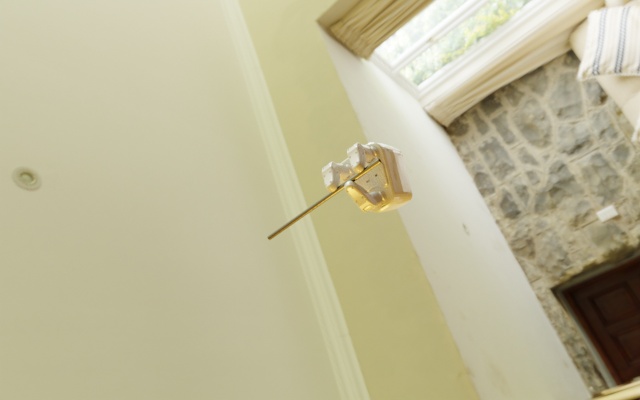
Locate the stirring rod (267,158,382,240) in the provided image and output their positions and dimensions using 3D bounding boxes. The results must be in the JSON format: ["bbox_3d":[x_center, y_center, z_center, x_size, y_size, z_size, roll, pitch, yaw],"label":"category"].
[{"bbox_3d":[0.000,0.002,0.765,0.239,0.011,0.011,-35,-17,26],"label":"stirring rod"}]
